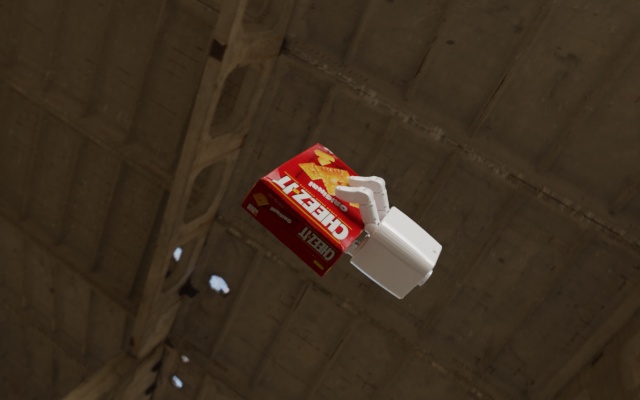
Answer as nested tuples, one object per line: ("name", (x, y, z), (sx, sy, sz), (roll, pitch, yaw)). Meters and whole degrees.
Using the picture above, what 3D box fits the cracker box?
("cracker box", (0.000, 0.003, 0.779), (0.164, 0.072, 0.213), (41, 31, 5))
